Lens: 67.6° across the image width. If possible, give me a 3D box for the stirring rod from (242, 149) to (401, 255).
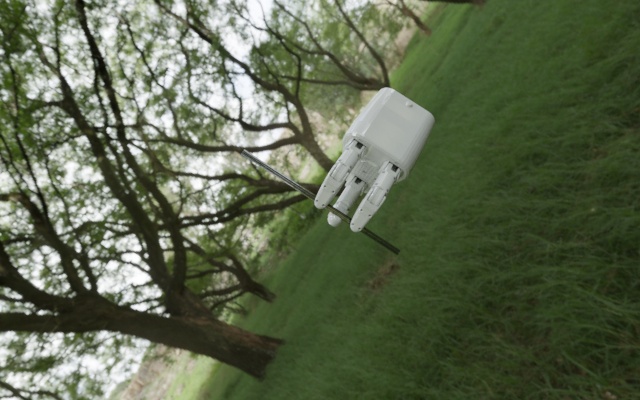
[{"bbox_3d":[0.000,0.002,0.619,0.239,0.011,0.011,33,1,2],"label":"stirring rod"}]
